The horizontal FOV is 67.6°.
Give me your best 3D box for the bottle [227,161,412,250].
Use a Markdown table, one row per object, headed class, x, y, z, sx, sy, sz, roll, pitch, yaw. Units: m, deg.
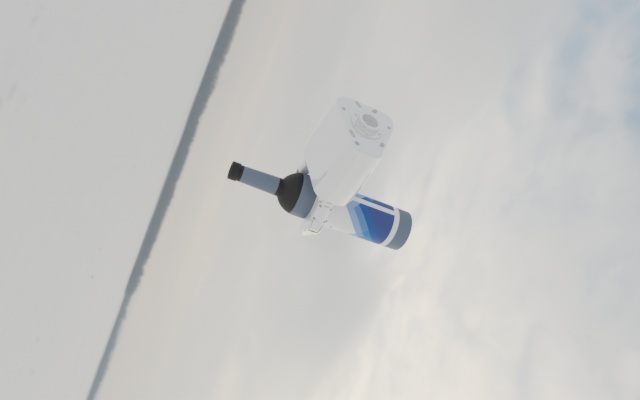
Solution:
| class | x | y | z | sx | sy | sz | roll | pitch | yaw |
| --- | --- | --- | --- | --- | --- | --- | --- | --- | --- |
| bottle | 0.000 | 0.003 | 0.742 | 0.296 | 0.069 | 0.069 | 20 | -6 | -17 |
